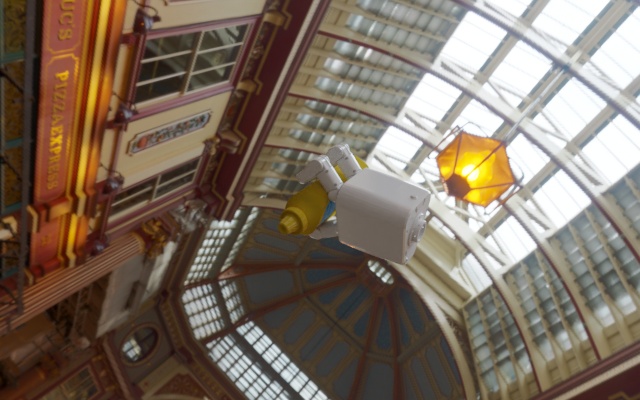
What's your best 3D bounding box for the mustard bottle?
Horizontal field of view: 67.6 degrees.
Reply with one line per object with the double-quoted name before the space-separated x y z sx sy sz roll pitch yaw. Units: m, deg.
"mustard bottle" 0.000 0.002 0.726 0.191 0.058 0.096 -37 -16 -48
